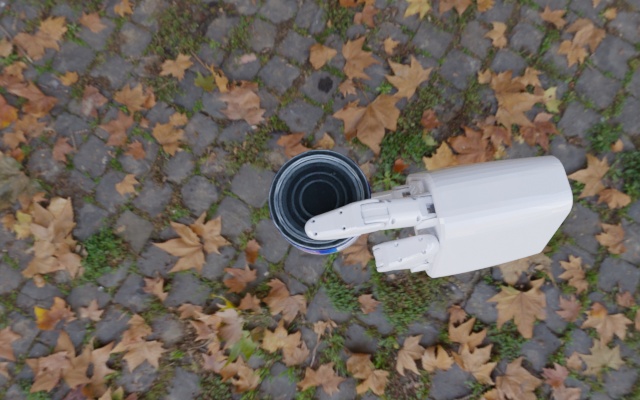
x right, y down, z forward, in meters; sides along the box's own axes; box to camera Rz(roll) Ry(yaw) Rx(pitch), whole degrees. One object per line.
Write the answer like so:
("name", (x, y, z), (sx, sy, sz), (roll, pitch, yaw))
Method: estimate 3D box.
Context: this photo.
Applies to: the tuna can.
("tuna can", (0.000, 0.001, 0.400), (0.086, 0.086, 0.034), (0, -11, 4))
